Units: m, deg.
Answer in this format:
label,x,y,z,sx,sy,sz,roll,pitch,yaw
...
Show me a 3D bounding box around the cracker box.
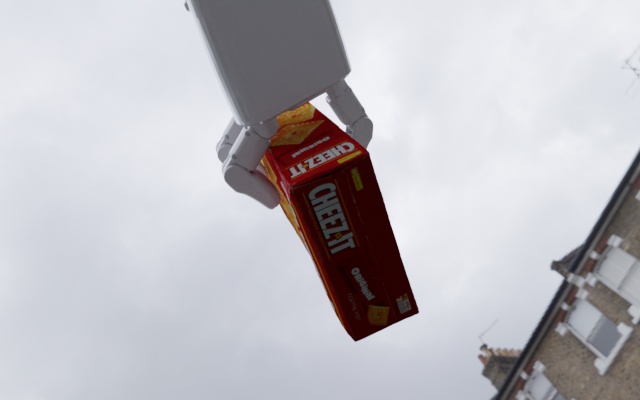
label,x,y,z,sx,sy,sz,roll,pitch,yaw
cracker box,0.000,0.001,0.457,0.072,0.164,0.213,-25,30,-5
